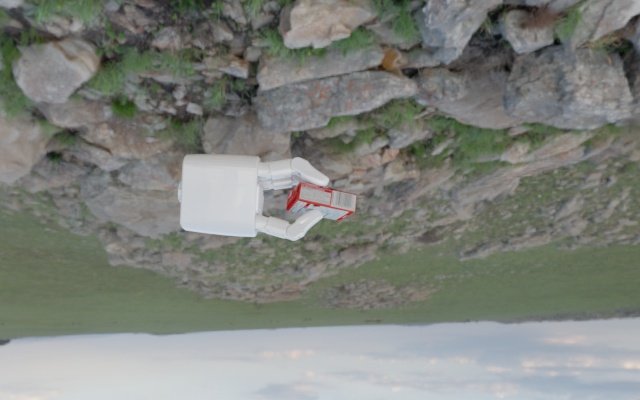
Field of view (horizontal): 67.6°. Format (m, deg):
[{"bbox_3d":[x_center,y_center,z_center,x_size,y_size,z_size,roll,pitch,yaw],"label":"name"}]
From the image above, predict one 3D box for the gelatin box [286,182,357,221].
[{"bbox_3d":[0.000,0.003,0.704,0.089,0.030,0.073,12,-16,-12],"label":"gelatin box"}]
